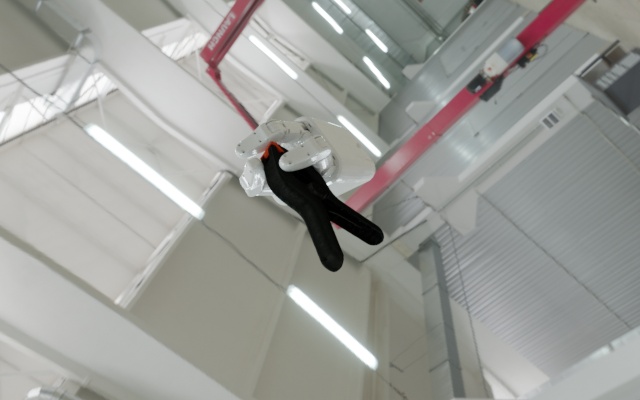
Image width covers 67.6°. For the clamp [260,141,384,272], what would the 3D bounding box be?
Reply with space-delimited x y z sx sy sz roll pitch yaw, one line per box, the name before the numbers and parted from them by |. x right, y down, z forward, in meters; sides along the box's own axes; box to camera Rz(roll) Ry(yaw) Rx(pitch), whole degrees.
clamp | 0.000 0.002 0.545 0.039 0.171 0.120 -45 -22 24
